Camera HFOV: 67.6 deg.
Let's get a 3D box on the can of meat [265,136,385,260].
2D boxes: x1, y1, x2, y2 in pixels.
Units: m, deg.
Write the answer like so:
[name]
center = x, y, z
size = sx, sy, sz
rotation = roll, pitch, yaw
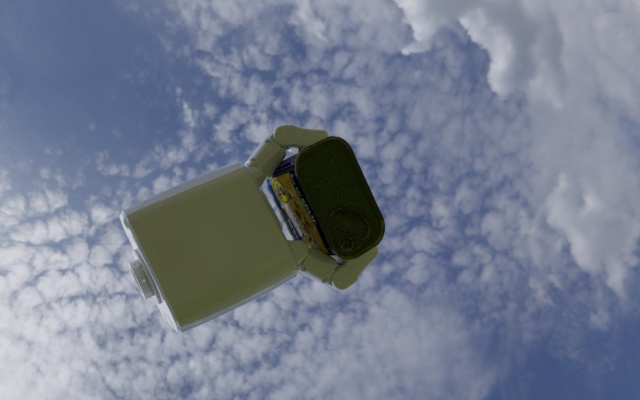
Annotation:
[can of meat]
center = 0.000, 0.001, 0.433
size = 0.057, 0.102, 0.084
rotation = -29, 8, -26
